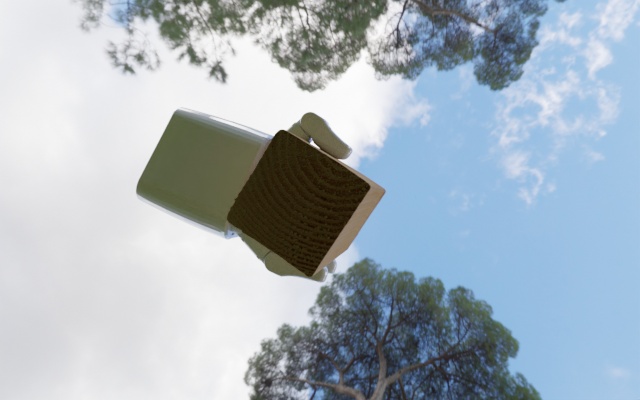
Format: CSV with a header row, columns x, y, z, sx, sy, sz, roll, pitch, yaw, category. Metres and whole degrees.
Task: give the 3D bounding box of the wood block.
x,y,z,sx,sy,sz,roll,pitch,yaw,category
0.000,0.001,0.479,0.090,0.091,0.206,33,6,9,wood block
